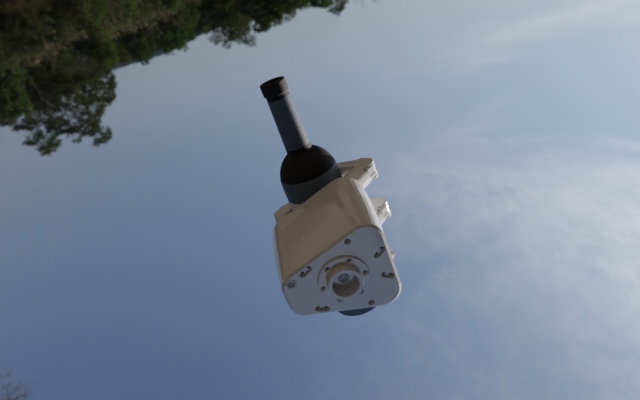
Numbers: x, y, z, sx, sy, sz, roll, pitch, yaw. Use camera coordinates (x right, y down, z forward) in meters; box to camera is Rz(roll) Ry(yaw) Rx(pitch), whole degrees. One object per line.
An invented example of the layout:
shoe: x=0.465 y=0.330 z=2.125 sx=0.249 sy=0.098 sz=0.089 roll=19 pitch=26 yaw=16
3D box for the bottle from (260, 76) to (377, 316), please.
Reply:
bottle: x=0.000 y=0.002 z=0.550 sx=0.069 sy=0.296 sz=0.069 roll=-18 pitch=26 yaw=9
